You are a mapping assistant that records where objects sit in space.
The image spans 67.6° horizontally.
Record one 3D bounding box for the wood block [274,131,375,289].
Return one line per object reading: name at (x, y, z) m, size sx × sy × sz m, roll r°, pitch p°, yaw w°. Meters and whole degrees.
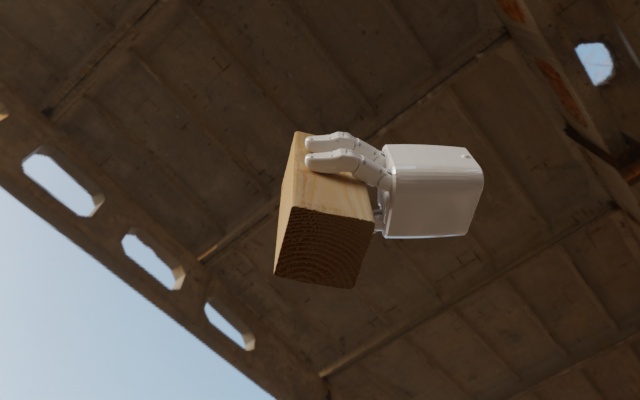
wood block at (0.000, 0.002, 0.578) m, size 0.090 × 0.091 × 0.206 m, roll 11°, pitch 27°, yaw -8°
